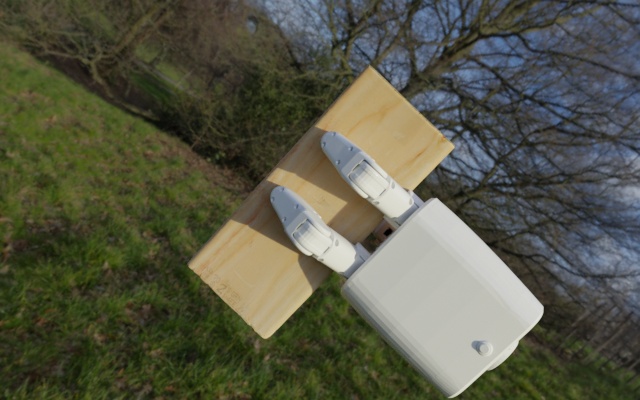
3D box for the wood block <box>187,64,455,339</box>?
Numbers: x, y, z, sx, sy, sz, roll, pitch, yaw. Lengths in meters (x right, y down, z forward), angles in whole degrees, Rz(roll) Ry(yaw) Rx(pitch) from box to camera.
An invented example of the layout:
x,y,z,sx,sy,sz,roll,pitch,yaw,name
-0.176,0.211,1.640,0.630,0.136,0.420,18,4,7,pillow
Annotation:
x,y,z,sx,sy,sz,roll,pitch,yaw,name
0.000,0.001,0.401,0.090,0.206,0.091,44,8,1,wood block
